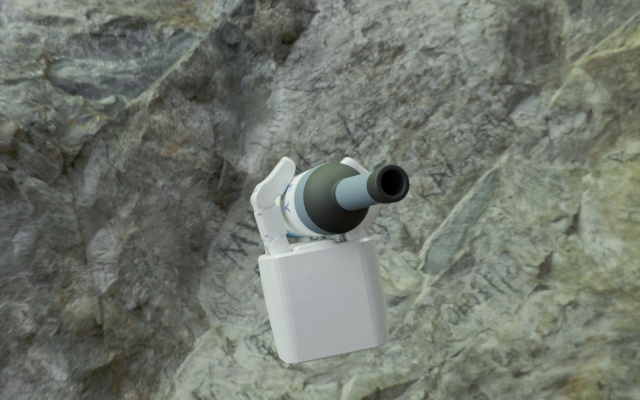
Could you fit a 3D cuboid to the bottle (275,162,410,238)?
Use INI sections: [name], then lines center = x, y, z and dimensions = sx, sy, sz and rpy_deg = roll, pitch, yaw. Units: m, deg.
[bottle]
center = 0.000, 0.001, 0.471
dimensions = 0.069, 0.069, 0.296
rpy_deg = 0, -5, -20
